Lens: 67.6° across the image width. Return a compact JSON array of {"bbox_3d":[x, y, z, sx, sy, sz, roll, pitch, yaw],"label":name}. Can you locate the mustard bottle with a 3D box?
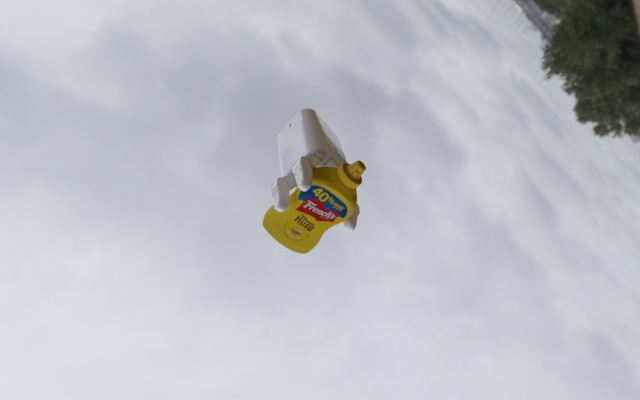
[{"bbox_3d":[0.000,0.003,0.746,0.192,0.096,0.058,-42,18,31],"label":"mustard bottle"}]
